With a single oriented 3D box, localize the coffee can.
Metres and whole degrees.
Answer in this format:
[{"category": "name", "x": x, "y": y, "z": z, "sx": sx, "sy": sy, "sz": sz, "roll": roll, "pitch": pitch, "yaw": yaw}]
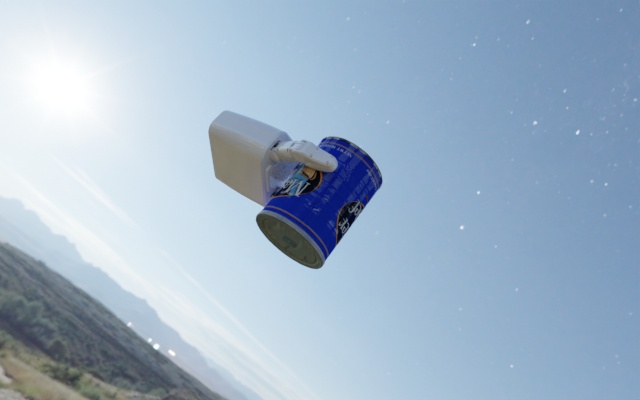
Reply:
[{"category": "coffee can", "x": 0.000, "y": 0.002, "z": 0.614, "sx": 0.103, "sy": 0.140, "sz": 0.103, "roll": 31, "pitch": -25, "yaw": 16}]
